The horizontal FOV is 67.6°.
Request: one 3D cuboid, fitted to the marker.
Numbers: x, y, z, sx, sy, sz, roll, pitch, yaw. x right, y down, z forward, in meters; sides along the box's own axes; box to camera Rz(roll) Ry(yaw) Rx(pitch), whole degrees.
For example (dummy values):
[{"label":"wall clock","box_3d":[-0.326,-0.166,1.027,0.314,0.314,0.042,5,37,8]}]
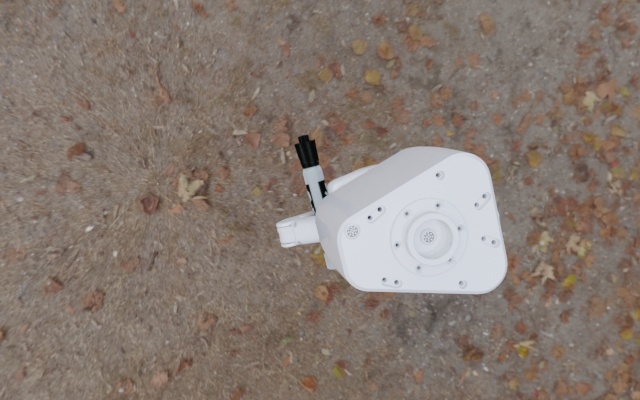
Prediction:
[{"label":"marker","box_3d":[0.000,0.001,0.423,0.020,0.121,0.020,-14,8,2]}]
